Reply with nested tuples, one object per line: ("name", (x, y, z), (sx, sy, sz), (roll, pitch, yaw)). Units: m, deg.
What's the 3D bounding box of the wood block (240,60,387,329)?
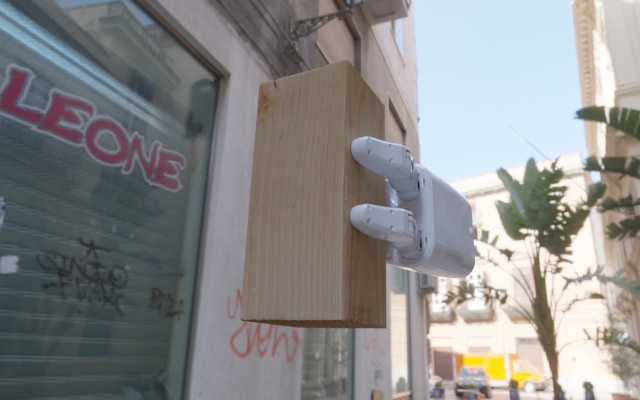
("wood block", (0.000, 0.001, 0.411), (0.091, 0.206, 0.090), (-8, -20, 28))
